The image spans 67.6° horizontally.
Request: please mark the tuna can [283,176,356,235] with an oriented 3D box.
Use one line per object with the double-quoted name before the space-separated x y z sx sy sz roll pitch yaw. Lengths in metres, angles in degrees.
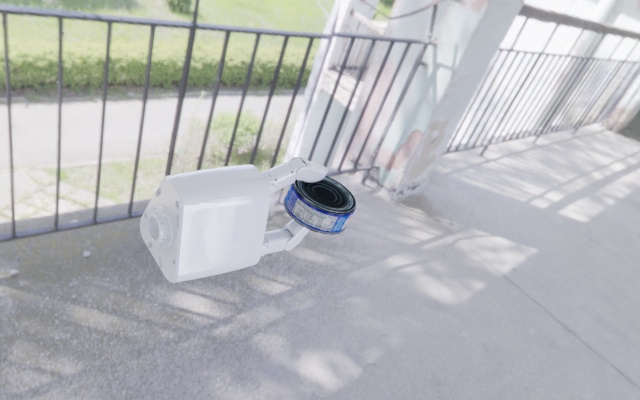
"tuna can" 0.000 0.001 0.588 0.086 0.034 0.086 19 29 -11
